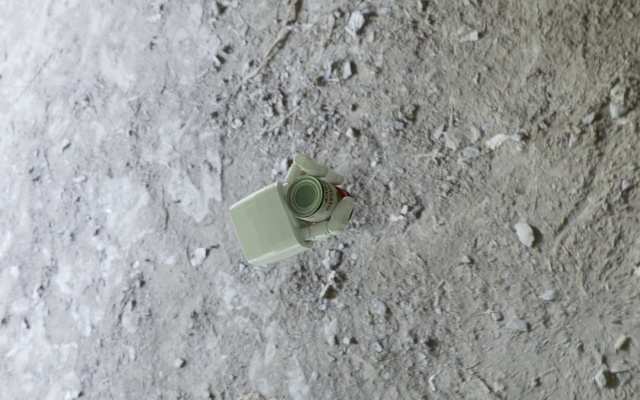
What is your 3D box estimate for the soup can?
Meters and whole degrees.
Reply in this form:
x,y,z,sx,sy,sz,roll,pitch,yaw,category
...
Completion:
x,y,z,sx,sy,sz,roll,pitch,yaw,category
0.000,0.002,0.748,0.068,0.068,0.102,0,-11,30,soup can
